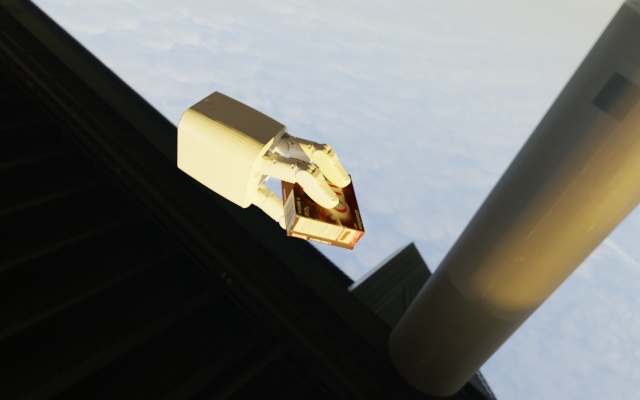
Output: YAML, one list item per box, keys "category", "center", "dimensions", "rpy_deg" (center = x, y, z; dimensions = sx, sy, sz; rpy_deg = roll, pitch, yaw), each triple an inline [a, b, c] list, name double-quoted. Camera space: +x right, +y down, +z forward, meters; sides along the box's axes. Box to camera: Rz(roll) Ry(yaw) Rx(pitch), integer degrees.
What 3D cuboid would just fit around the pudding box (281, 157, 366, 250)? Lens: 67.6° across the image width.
- category: "pudding box"
  center: [0.000, 0.002, 0.590]
  dimensions: [0.090, 0.113, 0.039]
  rpy_deg: [14, -50, -21]
